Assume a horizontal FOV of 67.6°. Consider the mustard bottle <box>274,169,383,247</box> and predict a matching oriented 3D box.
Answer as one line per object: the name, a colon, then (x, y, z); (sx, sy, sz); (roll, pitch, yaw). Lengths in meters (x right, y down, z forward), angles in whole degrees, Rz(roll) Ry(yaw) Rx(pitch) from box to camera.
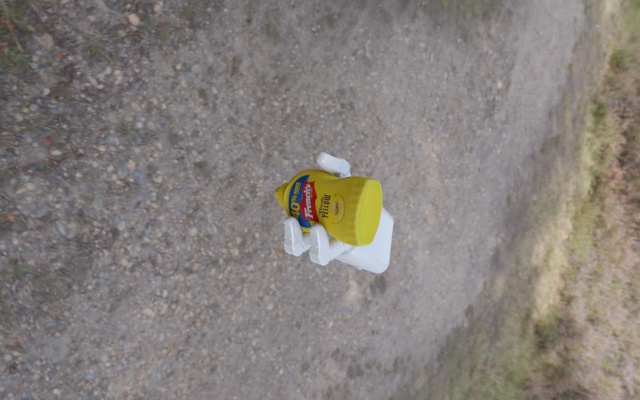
mustard bottle: (0.000, 0.002, 0.714); (0.191, 0.096, 0.058); (13, 10, 43)
